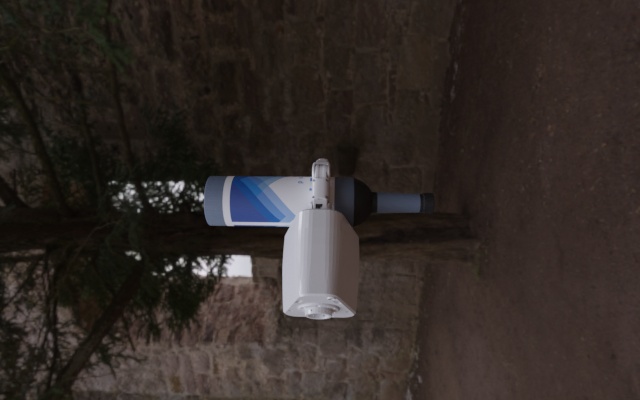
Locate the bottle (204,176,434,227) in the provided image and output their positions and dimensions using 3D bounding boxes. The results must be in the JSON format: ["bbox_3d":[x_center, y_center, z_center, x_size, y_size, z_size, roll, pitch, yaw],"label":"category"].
[{"bbox_3d":[0.000,0.002,0.633,0.296,0.069,0.069,1,0,2],"label":"bottle"}]
